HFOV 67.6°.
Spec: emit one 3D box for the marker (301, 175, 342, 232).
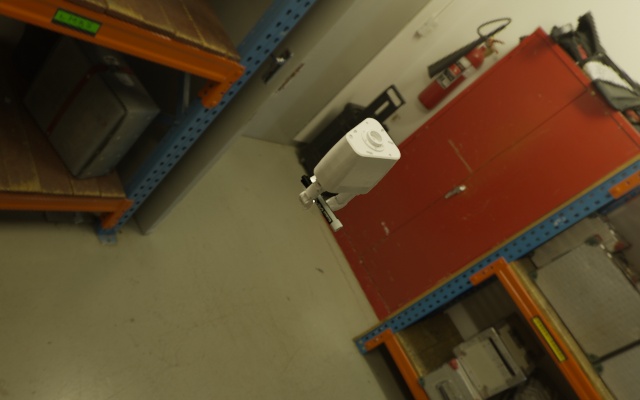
[{"bbox_3d":[0.000,0.003,0.876,0.020,0.121,0.020,-31,-15,-9],"label":"marker"}]
